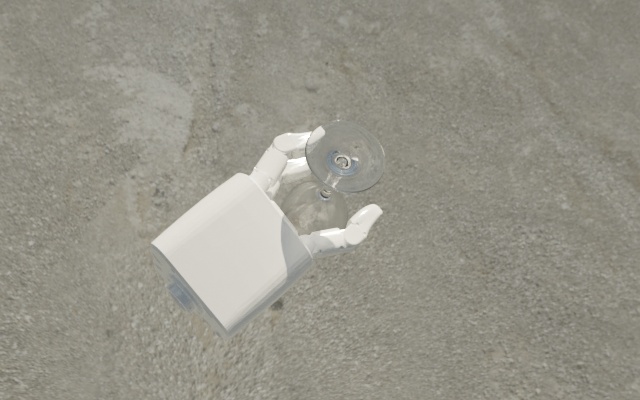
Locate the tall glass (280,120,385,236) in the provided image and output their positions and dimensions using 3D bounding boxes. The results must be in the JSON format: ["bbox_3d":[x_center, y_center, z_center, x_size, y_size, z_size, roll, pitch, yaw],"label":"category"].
[{"bbox_3d":[0.000,0.001,0.511,0.079,0.079,0.201,0,-25,-14],"label":"tall glass"}]
